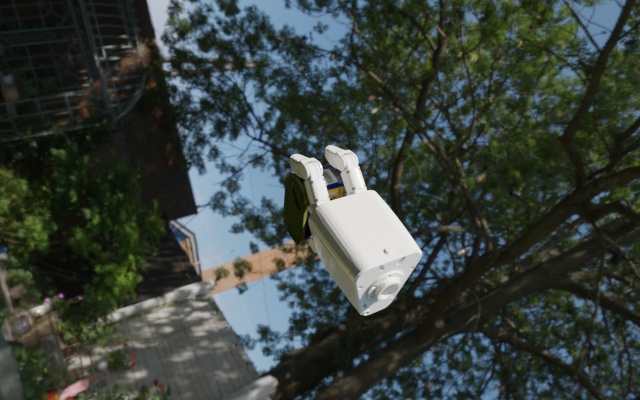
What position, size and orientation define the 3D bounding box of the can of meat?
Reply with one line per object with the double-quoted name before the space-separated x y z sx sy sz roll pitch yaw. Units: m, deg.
"can of meat" 0.000 0.002 0.648 0.084 0.102 0.057 -15 46 -24
